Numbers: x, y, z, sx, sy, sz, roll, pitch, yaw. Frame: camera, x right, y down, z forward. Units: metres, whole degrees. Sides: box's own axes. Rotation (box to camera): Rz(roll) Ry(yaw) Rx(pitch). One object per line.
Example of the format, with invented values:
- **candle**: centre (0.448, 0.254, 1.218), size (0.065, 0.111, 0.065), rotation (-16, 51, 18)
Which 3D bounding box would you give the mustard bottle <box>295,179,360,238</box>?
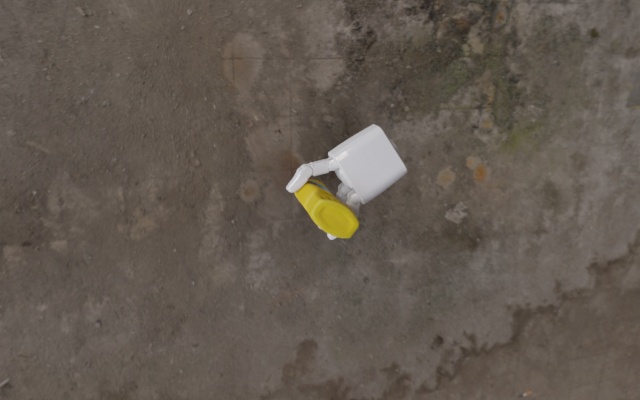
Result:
- **mustard bottle**: centre (0.000, 0.003, 0.896), size (0.096, 0.058, 0.191), rotation (31, 7, -24)
